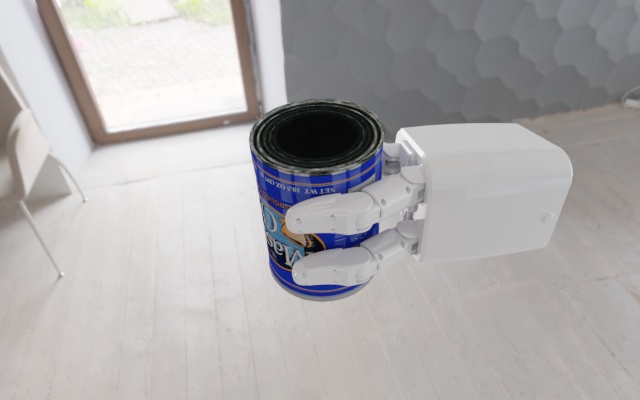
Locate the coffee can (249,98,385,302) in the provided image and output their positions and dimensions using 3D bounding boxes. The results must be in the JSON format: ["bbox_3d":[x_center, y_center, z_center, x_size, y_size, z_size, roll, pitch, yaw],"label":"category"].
[{"bbox_3d":[0.000,0.001,0.402,0.103,0.140,0.102,-2,41,2],"label":"coffee can"}]
